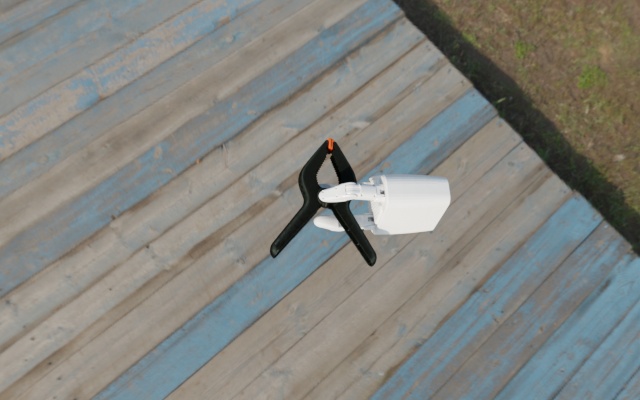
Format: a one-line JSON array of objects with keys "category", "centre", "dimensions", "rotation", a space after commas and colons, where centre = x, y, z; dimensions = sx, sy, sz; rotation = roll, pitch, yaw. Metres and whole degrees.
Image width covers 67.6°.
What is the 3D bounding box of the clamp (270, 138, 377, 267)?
[{"category": "clamp", "centre": [0.000, 0.002, 0.753], "dimensions": [0.164, 0.210, 0.036], "rotation": [0, -17, -11]}]
